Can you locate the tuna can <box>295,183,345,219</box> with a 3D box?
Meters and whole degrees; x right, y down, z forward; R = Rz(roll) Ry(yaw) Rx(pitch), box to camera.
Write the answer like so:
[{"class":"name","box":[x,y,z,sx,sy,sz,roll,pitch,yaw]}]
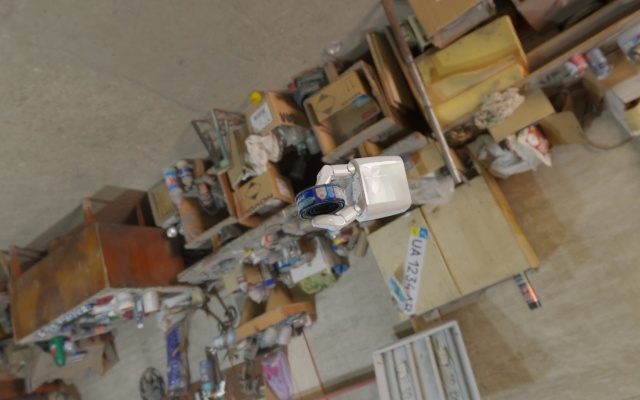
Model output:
[{"class":"tuna can","box":[0.000,0.003,0.844,0.086,0.033,0.086,-13,-20,-5]}]
